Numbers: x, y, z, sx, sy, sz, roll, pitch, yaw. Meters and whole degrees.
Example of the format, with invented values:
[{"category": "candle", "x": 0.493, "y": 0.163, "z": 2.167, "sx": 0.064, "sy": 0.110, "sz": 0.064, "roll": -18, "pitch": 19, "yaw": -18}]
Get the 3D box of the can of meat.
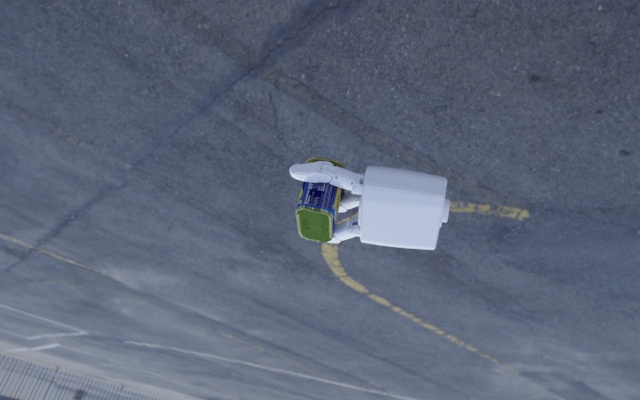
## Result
[{"category": "can of meat", "x": 0.000, "y": 0.002, "z": 0.682, "sx": 0.057, "sy": 0.084, "sz": 0.102, "roll": 9, "pitch": -29, "yaw": 7}]
